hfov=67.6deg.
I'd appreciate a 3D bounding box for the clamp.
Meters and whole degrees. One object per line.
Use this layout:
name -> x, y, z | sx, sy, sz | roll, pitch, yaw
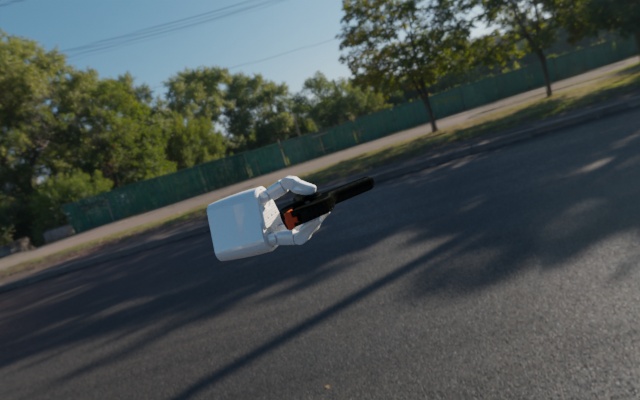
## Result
clamp -> 0.000, 0.002, 0.809 | 0.164, 0.036, 0.210 | -16, 8, 19
